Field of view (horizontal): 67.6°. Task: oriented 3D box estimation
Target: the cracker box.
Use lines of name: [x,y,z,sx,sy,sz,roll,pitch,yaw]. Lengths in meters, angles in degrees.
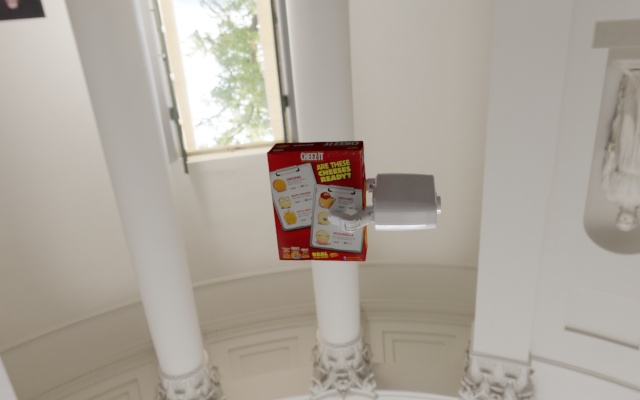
cracker box: [0.000,0.003,0.865,0.164,0.214,0.072,0,23,10]
